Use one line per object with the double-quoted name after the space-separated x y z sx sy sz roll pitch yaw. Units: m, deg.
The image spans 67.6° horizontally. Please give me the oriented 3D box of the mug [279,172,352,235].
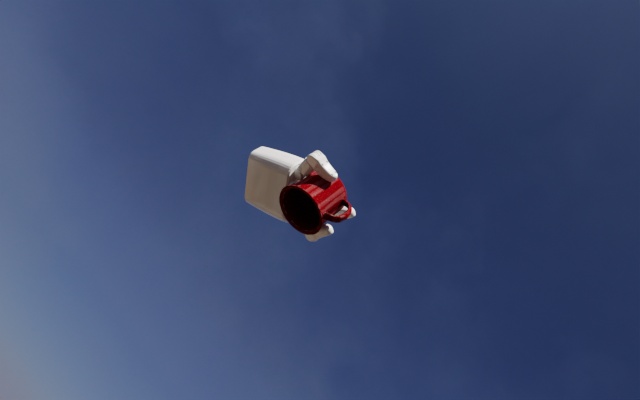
0.001 0.003 0.806 0.117 0.093 0.081 22 41 32 "mug"
